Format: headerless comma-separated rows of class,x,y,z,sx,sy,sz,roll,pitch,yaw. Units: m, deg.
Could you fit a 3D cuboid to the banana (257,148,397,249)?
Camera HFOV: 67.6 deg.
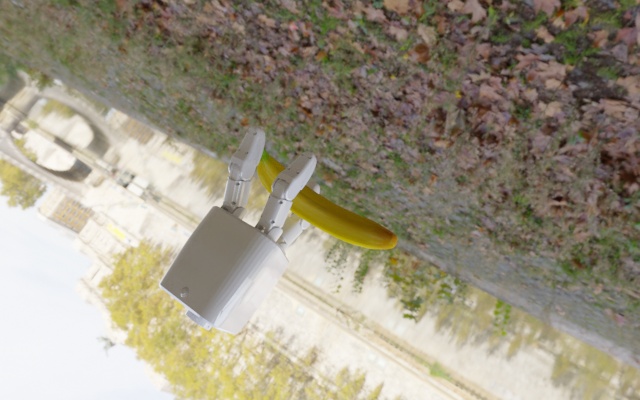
banana,-0.003,0.006,0.551,0.198,0.037,0.070,34,-17,9
